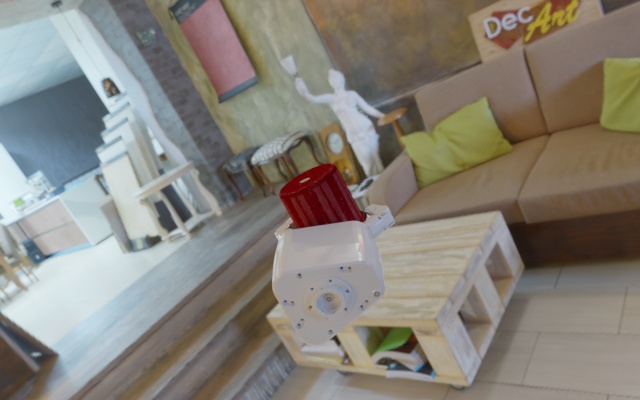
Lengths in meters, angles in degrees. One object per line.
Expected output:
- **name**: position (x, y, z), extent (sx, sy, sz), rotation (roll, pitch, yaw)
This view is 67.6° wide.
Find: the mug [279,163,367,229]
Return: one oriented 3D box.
- **mug**: position (0.000, 0.001, 0.622), extent (0.093, 0.081, 0.117), rotation (-26, 16, 8)
